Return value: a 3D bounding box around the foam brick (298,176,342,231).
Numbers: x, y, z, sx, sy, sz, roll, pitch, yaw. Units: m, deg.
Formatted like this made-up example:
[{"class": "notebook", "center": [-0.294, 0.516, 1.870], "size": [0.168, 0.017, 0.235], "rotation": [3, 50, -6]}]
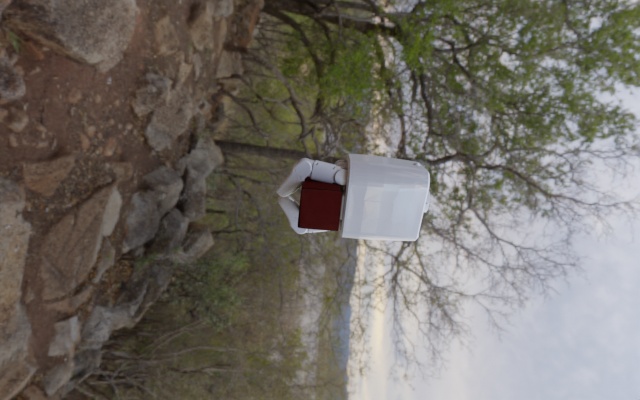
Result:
[{"class": "foam brick", "center": [0.000, 0.002, 0.615], "size": [0.051, 0.053, 0.078], "rotation": [6, 15, 0]}]
